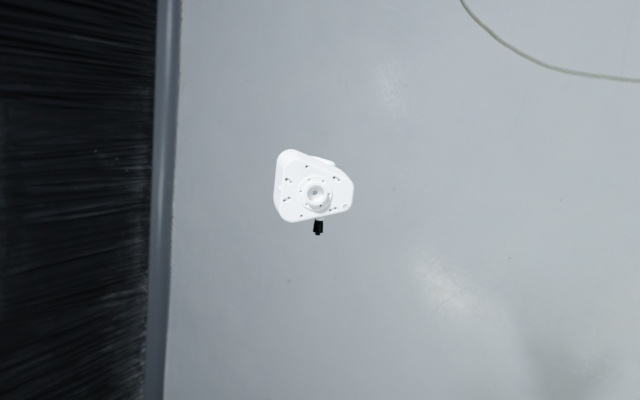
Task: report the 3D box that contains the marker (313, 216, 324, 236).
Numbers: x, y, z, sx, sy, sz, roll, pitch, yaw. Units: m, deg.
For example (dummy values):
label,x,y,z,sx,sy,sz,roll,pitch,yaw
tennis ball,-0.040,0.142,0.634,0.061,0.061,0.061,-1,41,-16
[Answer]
label,x,y,z,sx,sy,sz,roll,pitch,yaw
marker,0.000,0.003,0.844,0.020,0.121,0.020,5,10,-1
